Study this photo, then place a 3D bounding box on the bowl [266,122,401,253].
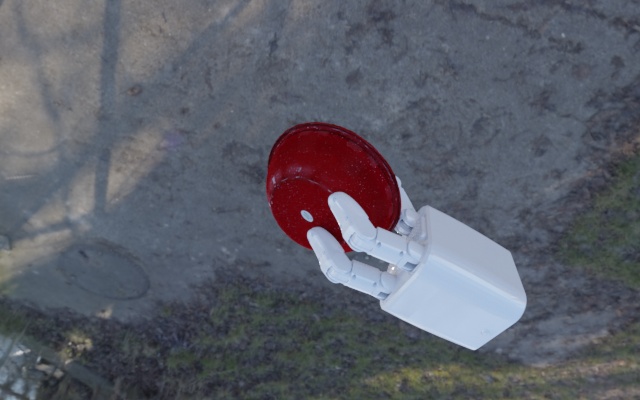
[{"bbox_3d":[-0.001,0.001,0.505,0.162,0.162,0.055,0,32,33],"label":"bowl"}]
